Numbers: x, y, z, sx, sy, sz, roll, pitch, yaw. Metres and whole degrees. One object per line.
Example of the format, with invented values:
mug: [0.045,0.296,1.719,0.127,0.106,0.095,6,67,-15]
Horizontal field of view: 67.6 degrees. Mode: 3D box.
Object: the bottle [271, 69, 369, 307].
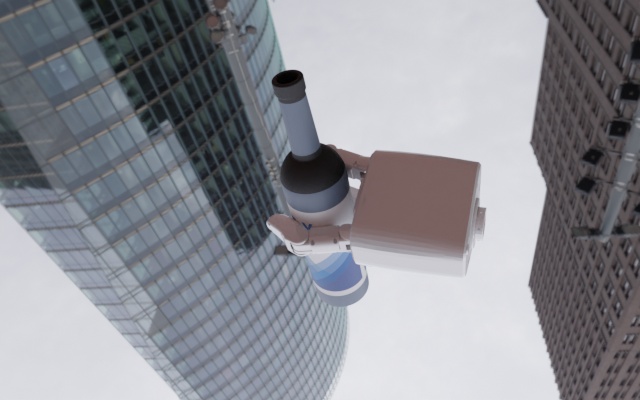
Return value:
bottle: [0.000,0.002,0.497,0.069,0.296,0.069,-8,44,8]
